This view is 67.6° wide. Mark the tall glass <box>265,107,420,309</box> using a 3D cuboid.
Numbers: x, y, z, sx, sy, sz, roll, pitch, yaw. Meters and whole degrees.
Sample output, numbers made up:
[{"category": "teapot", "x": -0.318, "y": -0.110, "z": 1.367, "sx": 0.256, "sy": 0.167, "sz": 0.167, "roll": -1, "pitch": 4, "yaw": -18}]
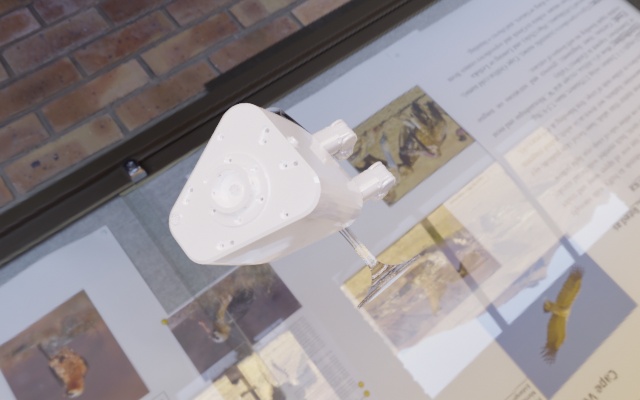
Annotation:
[{"category": "tall glass", "x": 0.000, "y": 0.002, "z": 0.458, "sx": 0.079, "sy": 0.201, "sz": 0.079, "roll": -37, "pitch": -15, "yaw": -12}]
